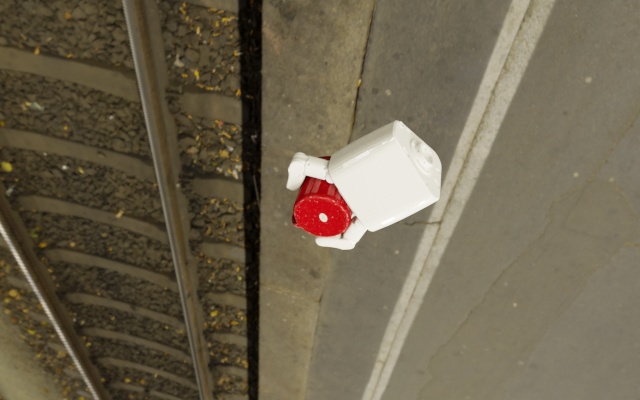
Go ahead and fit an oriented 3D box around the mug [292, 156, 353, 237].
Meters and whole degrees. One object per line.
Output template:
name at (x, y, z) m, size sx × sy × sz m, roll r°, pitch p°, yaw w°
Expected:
mug at (-0.001, 0.003, 0.689) m, size 0.117 × 0.081 × 0.093 m, roll -29°, pitch -62°, yaw 35°
